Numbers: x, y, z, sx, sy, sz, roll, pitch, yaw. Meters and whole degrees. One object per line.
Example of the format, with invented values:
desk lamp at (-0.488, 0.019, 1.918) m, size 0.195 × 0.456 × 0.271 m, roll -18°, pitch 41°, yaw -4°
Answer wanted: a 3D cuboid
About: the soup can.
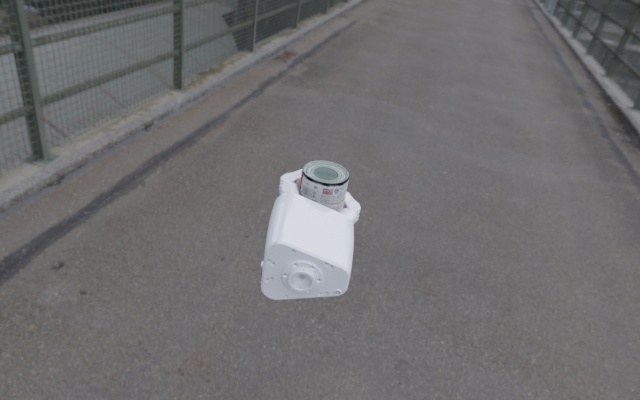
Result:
soup can at (0.000, 0.002, 0.687) m, size 0.068 × 0.102 × 0.068 m, roll 7°, pitch 32°, yaw -5°
